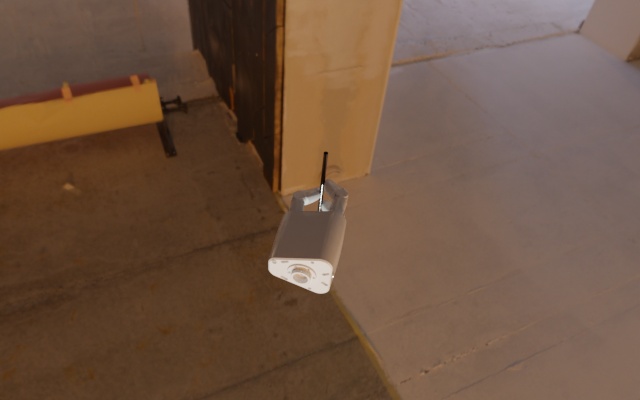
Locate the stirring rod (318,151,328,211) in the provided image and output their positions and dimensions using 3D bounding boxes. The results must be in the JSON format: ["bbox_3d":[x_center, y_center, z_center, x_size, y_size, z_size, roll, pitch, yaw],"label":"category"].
[{"bbox_3d":[0.000,0.003,0.899,0.011,0.011,0.240,0,-44,-6],"label":"stirring rod"}]
